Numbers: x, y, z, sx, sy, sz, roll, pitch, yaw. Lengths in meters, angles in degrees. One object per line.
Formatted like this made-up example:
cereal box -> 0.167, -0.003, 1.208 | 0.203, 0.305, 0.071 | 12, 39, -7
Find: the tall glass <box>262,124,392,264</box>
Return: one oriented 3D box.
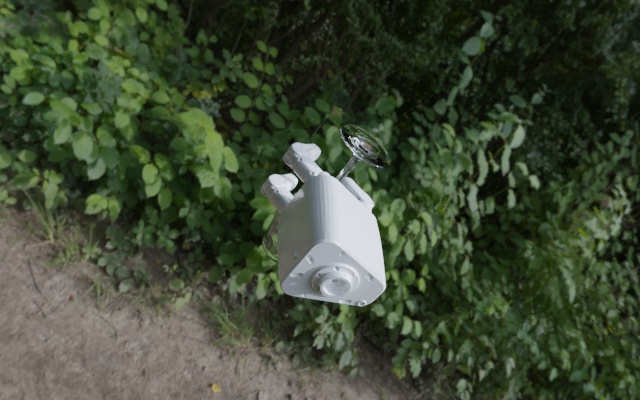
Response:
tall glass -> 0.001, 0.001, 0.612 | 0.079, 0.079, 0.201 | 0, -42, -47
